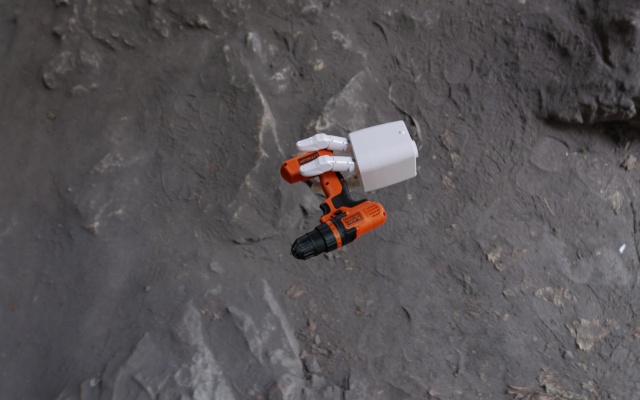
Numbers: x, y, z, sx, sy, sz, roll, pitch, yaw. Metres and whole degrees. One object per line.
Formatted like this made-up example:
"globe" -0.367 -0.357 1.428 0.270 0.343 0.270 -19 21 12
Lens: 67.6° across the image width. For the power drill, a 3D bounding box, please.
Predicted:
"power drill" 0.000 0.002 0.869 0.184 0.187 0.057 -23 -23 -19
